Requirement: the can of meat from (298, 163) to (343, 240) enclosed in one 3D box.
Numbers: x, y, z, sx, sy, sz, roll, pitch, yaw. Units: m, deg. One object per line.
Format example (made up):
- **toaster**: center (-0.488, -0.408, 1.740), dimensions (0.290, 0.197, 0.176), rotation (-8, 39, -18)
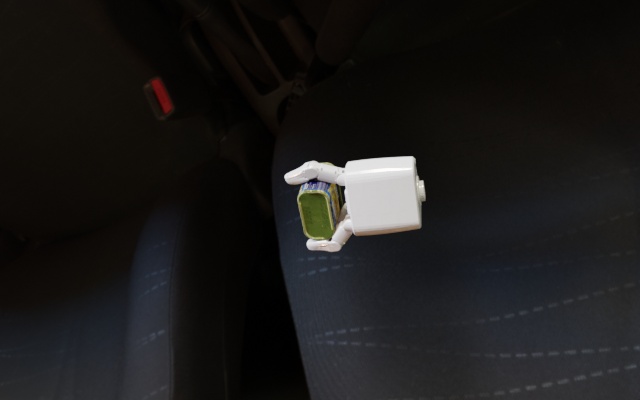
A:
- **can of meat**: center (0.000, 0.003, 0.790), dimensions (0.057, 0.102, 0.084), rotation (-2, 34, 13)
